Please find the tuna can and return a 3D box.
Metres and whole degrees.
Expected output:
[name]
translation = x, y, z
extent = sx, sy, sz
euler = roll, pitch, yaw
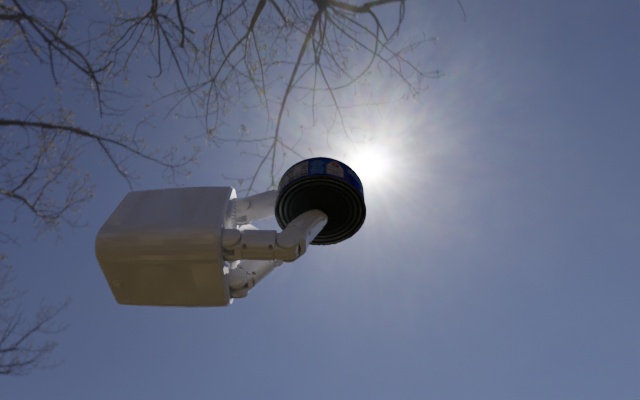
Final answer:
[tuna can]
translation = 0.000, 0.001, 0.457
extent = 0.086, 0.086, 0.033
euler = 0, 40, 1
